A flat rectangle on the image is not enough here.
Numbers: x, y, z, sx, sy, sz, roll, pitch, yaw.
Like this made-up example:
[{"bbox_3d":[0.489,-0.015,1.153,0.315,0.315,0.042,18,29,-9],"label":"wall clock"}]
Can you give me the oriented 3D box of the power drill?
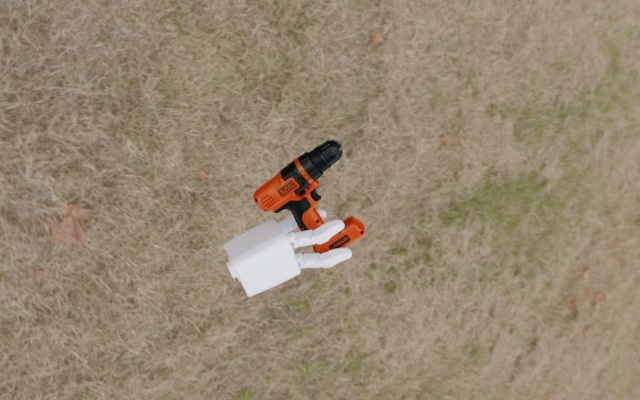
[{"bbox_3d":[0.000,0.003,0.872,0.184,0.188,0.057,-34,21,12],"label":"power drill"}]
